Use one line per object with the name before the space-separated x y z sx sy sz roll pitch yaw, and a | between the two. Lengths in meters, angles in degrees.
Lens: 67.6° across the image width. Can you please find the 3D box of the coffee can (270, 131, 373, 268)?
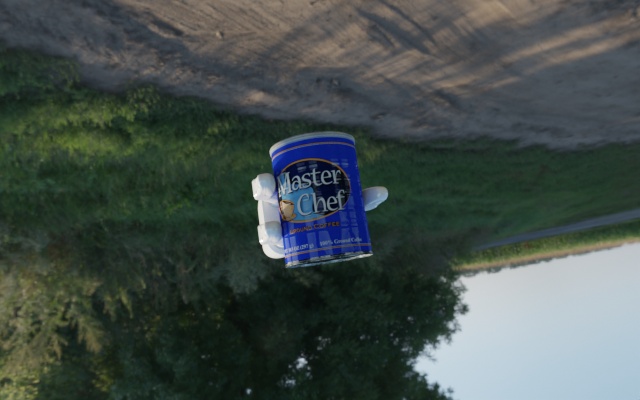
coffee can | 0.000 0.002 0.561 0.103 0.140 0.103 -8 -10 -1
